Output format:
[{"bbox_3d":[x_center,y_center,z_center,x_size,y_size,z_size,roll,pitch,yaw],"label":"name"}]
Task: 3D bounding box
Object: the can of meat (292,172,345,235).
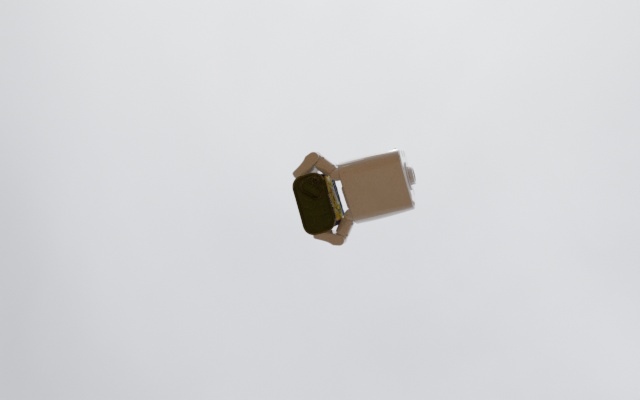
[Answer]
[{"bbox_3d":[0.000,0.003,0.824,0.057,0.102,0.084,-16,0,18],"label":"can of meat"}]
